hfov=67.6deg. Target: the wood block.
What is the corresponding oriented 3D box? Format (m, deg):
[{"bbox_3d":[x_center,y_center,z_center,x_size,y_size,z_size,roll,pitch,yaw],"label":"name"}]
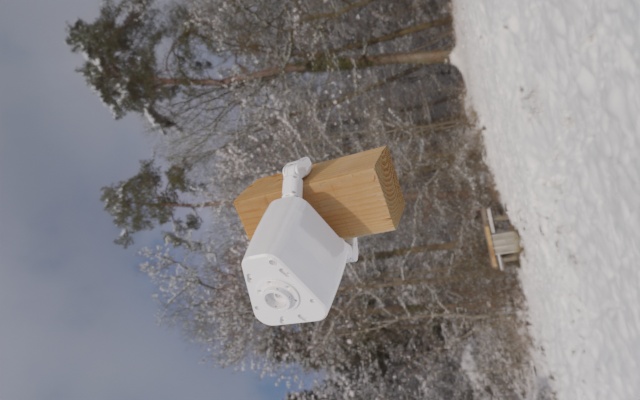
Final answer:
[{"bbox_3d":[0.000,0.002,0.656,0.206,0.091,0.090,-12,19,23],"label":"wood block"}]
